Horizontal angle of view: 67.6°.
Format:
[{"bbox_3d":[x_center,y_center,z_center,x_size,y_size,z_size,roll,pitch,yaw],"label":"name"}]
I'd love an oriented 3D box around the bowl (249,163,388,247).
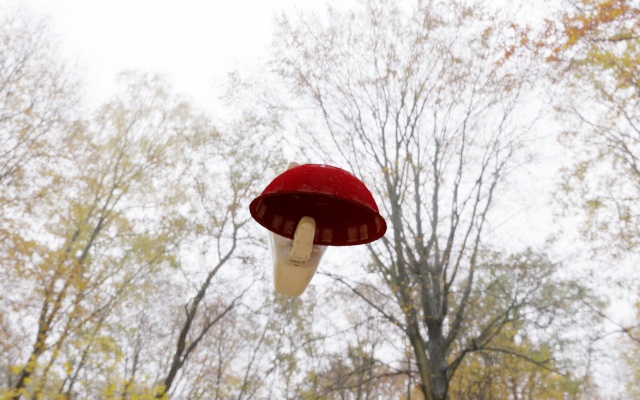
[{"bbox_3d":[0.001,0.001,0.562,0.162,0.055,0.162,8,-24,3],"label":"bowl"}]
